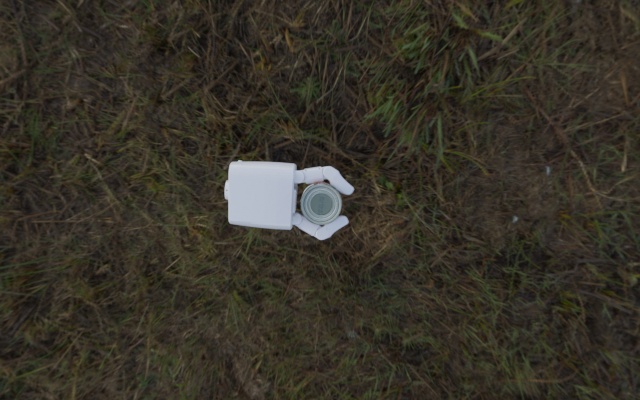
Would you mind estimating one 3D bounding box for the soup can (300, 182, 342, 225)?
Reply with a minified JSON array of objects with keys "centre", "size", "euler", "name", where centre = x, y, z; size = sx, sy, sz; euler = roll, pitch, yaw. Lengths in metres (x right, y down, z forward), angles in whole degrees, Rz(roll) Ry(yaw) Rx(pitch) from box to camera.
[{"centre":[0.001,0.003,0.799],"size":[0.068,0.068,0.102],"euler":[0,4,-1],"name":"soup can"}]
